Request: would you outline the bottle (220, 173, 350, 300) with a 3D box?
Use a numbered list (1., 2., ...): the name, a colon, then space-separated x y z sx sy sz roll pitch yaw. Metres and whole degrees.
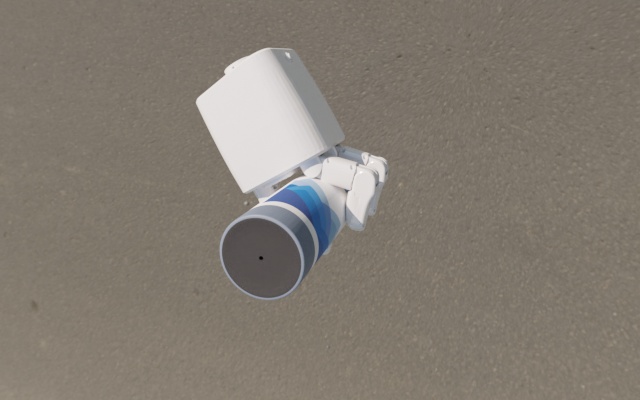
1. bottle: 0.000 0.002 0.476 0.069 0.069 0.295 0 16 18
